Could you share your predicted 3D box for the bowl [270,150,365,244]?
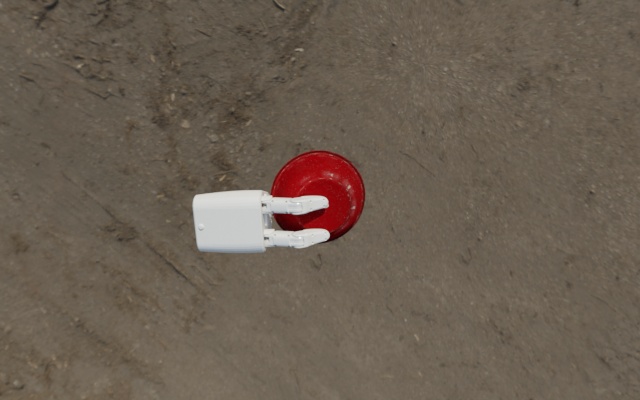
[{"bbox_3d":[0.001,0.002,0.775,0.162,0.162,0.055,0,15,-9],"label":"bowl"}]
